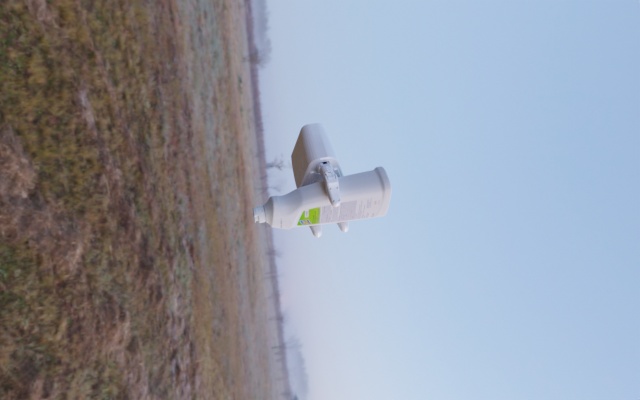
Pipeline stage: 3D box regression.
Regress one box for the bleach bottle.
[{"bbox_3d":[0.000,0.003,0.889,0.251,0.068,0.103,-9,-39,-10],"label":"bleach bottle"}]
